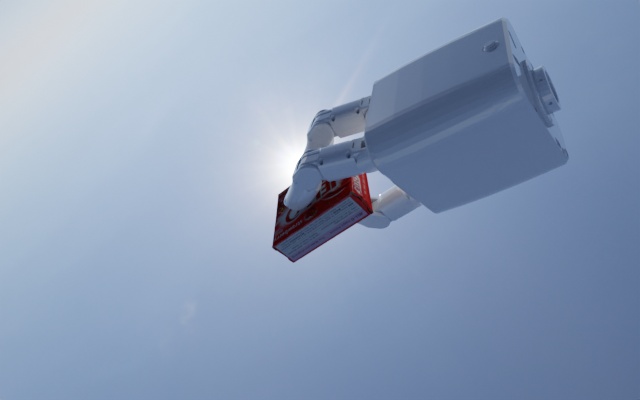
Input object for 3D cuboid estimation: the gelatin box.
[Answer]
[{"bbox_3d":[0.000,0.002,0.413,0.089,0.073,0.030,-35,-59,24],"label":"gelatin box"}]
